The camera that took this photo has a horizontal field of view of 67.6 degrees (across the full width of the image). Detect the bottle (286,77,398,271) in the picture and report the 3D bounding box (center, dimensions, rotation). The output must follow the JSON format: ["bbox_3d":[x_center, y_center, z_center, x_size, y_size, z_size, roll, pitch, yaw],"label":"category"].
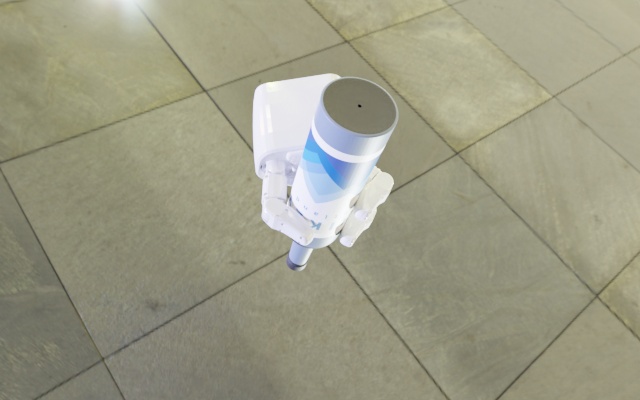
[{"bbox_3d":[0.000,0.002,0.507,0.069,0.069,0.296,0,-32,-15],"label":"bottle"}]
